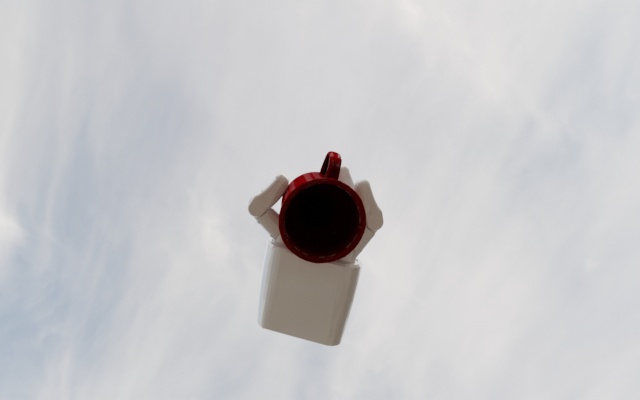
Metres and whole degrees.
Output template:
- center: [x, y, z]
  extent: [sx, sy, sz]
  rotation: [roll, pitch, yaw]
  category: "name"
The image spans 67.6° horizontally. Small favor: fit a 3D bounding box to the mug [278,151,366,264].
- center: [0.000, 0.000, 0.535]
  extent: [0.093, 0.117, 0.081]
  rotation: [10, 12, -9]
  category: "mug"
